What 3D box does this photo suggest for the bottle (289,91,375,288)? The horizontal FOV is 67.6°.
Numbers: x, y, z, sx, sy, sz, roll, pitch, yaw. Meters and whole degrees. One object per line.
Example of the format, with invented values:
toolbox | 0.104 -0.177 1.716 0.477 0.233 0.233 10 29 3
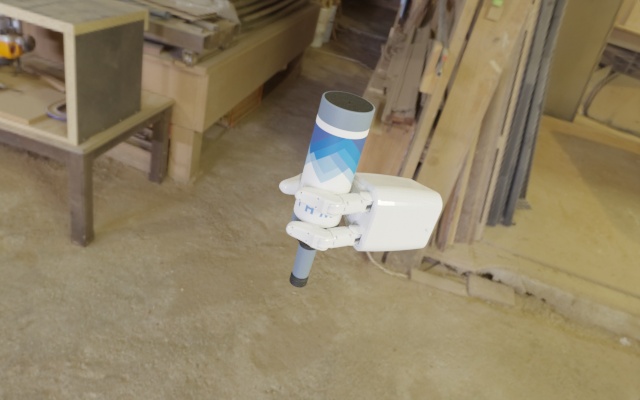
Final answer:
bottle | 0.000 0.002 0.653 0.069 0.296 0.069 12 31 -7
